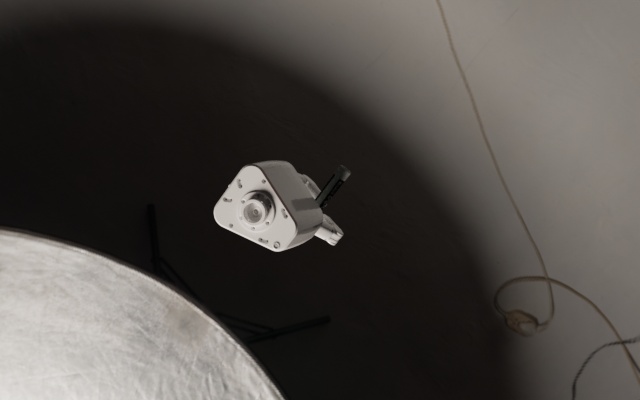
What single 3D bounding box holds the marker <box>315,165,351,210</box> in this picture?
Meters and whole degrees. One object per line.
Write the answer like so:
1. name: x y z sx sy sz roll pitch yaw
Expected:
1. marker: 0.000 0.002 0.683 0.020 0.121 0.020 35 14 -10
